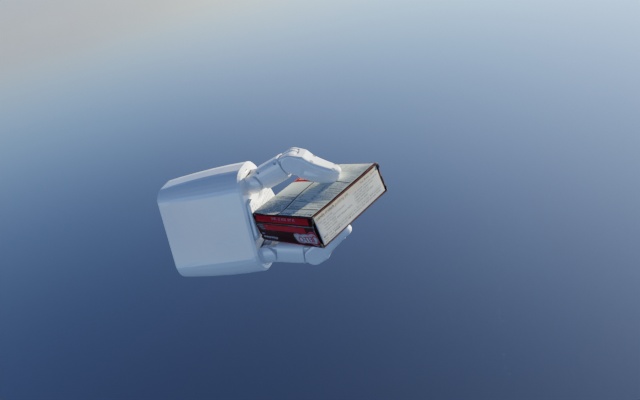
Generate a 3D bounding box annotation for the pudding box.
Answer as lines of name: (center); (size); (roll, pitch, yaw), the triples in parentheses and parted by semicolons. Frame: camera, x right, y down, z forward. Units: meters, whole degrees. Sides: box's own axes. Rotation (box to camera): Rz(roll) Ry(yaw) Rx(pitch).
pudding box: (0.000, 0.001, 0.493); (0.090, 0.039, 0.113); (4, 35, 44)
